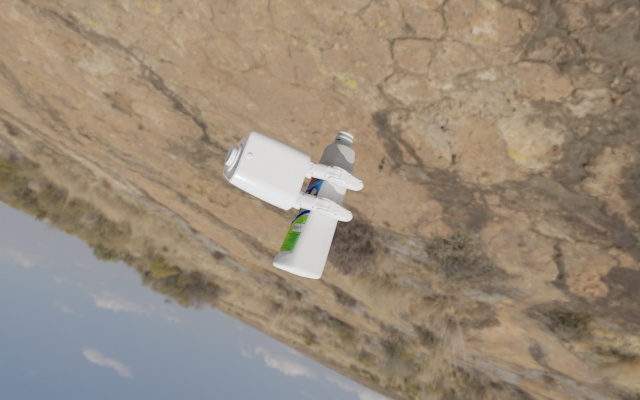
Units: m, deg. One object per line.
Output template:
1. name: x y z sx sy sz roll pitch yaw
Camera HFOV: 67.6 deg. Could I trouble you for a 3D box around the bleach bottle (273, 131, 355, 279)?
1. bleach bottle: 0.000 0.003 0.810 0.068 0.250 0.102 24 -14 -21
